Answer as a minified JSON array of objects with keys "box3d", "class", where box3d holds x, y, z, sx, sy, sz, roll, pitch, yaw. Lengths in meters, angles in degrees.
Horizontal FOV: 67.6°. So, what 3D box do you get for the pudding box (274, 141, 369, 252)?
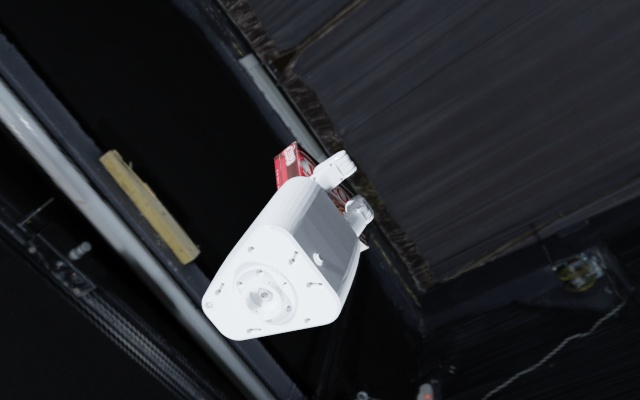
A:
[{"box3d":[0.000,0.002,0.522,0.039,0.090,0.113,-32,-50,20],"class":"pudding box"}]
